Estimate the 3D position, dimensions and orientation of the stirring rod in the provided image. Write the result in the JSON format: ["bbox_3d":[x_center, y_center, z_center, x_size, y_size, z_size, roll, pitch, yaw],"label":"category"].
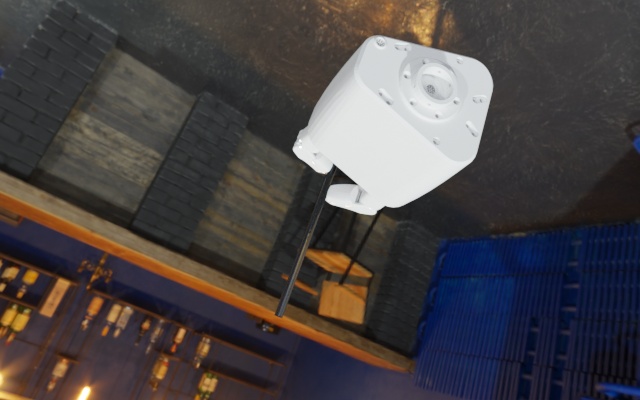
[{"bbox_3d":[0.000,0.001,0.483,0.011,0.239,0.011,18,-20,7],"label":"stirring rod"}]
